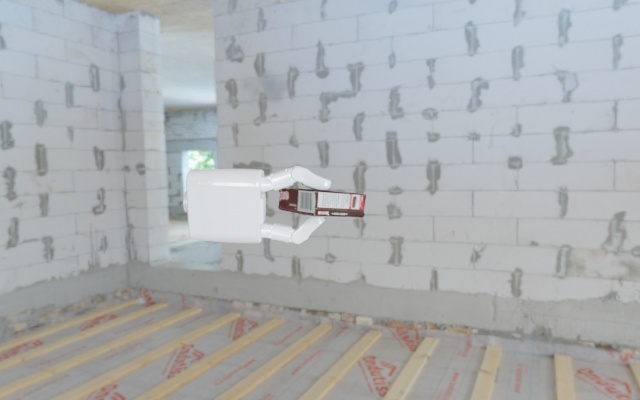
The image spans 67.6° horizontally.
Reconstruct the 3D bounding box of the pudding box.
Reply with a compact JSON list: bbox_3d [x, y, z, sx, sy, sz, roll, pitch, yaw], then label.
[{"bbox_3d":[0.000,0.003,0.722,0.090,0.039,0.113,2,4,-32],"label":"pudding box"}]
